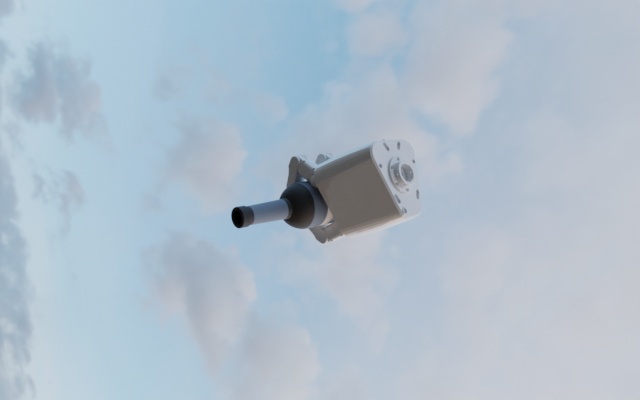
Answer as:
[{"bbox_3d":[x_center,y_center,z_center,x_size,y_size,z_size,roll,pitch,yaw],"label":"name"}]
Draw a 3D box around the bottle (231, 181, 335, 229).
[{"bbox_3d":[0.000,0.002,0.696,0.295,0.069,0.069,-11,7,-44],"label":"bottle"}]
